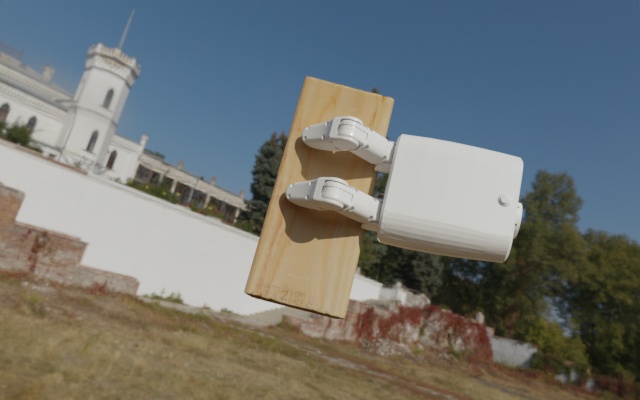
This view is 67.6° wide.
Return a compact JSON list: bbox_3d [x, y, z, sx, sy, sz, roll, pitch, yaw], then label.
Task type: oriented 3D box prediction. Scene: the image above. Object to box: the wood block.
[{"bbox_3d":[0.000,0.002,0.463,0.090,0.206,0.091,14,-15,1],"label":"wood block"}]
